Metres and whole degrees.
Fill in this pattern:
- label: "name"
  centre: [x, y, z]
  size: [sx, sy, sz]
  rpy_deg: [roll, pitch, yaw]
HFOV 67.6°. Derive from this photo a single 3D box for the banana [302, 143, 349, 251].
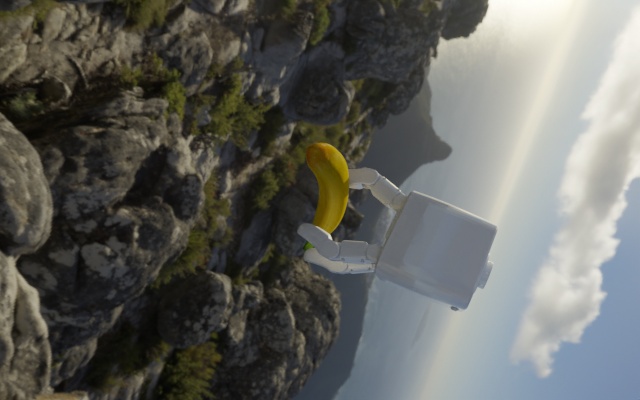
- label: "banana"
  centre: [0.009, -0.009, 0.559]
  size: [0.037, 0.069, 0.198]
  rpy_deg: [23, -34, 15]
